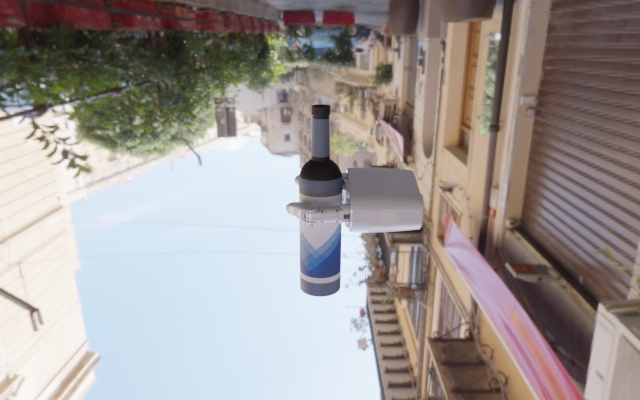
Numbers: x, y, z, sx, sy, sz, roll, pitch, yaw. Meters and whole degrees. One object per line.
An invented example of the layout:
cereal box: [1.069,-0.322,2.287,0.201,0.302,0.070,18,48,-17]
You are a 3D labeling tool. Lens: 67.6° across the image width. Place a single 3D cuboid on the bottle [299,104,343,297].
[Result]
bottle: [0.000,0.003,0.736,0.069,0.296,0.069,0,19,0]
